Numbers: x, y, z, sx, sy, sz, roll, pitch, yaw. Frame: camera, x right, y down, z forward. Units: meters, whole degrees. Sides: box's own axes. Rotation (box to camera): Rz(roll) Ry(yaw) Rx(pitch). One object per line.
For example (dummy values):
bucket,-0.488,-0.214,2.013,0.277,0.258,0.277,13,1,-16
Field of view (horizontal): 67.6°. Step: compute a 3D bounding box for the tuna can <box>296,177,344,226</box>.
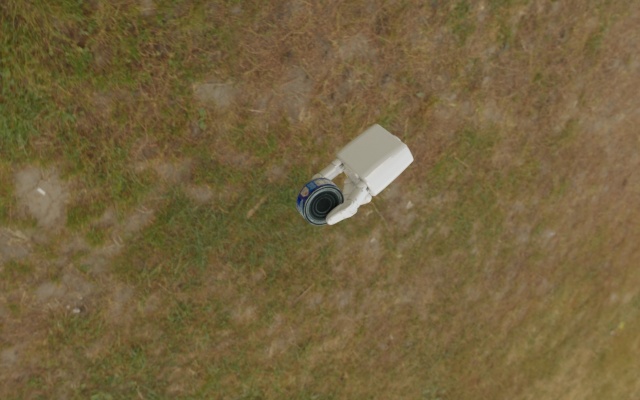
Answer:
tuna can,0.000,0.003,0.884,0.086,0.086,0.033,0,27,-29
